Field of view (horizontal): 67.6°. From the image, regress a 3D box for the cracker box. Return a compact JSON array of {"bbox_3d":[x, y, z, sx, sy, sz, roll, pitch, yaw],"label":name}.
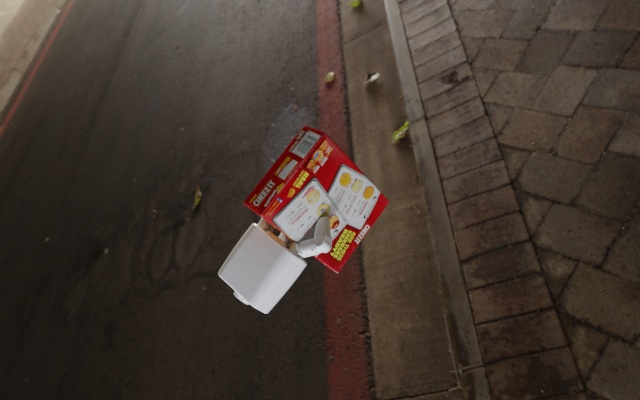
[{"bbox_3d":[0.000,0.003,0.811,0.072,0.164,0.214,31,-8,48],"label":"cracker box"}]
